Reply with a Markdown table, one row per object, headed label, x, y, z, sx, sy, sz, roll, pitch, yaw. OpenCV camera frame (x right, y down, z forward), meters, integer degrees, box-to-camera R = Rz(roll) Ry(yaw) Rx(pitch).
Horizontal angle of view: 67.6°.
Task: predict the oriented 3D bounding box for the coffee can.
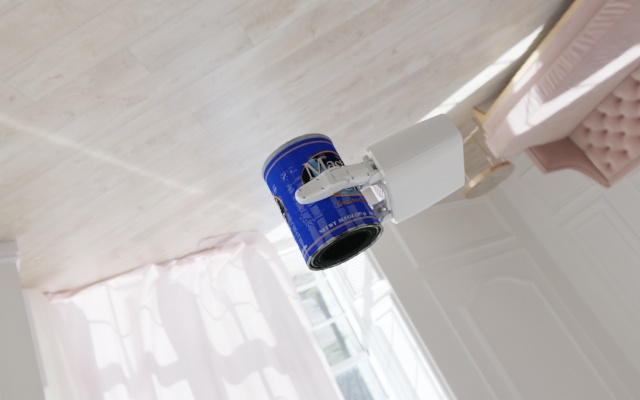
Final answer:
| label | x | y | z | sx | sy | sz | roll | pitch | yaw |
| --- | --- | --- | --- | --- | --- | --- | --- | --- | --- |
| coffee can | 0.000 | 0.002 | 0.597 | 0.103 | 0.140 | 0.103 | -24 | -24 | -11 |
